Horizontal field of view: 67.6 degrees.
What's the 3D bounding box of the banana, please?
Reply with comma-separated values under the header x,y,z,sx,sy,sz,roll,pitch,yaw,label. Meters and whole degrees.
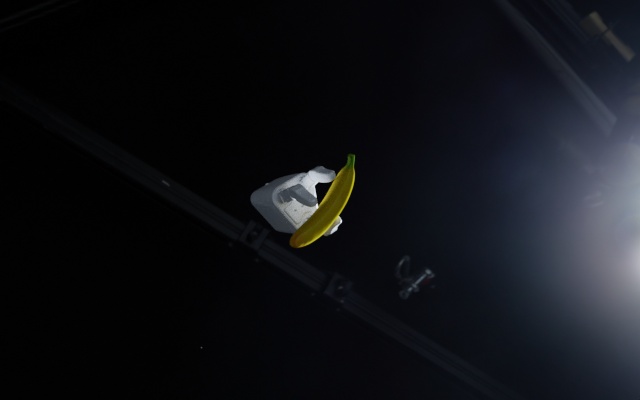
x,y,z,sx,sy,sz,roll,pitch,yaw,label
0.009,0.011,0.824,0.037,0.197,0.070,16,-27,35,banana
